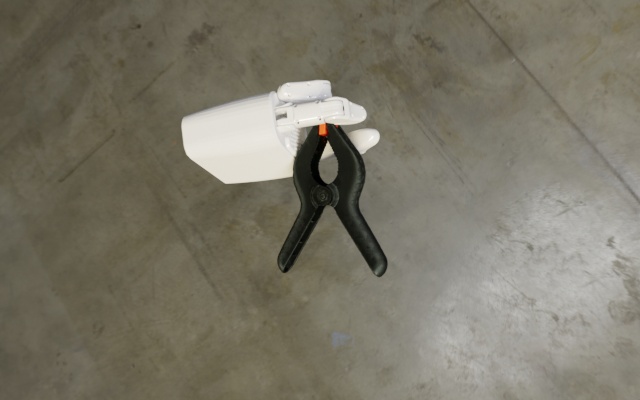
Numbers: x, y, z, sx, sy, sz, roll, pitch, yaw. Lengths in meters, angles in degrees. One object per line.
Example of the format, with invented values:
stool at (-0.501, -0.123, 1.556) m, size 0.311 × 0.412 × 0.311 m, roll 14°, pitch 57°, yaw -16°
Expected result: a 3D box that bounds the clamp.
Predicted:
clamp at (0.000, 0.001, 0.504) m, size 0.120 × 0.171 × 0.039 m, roll -10°, pitch -4°, yaw 15°
